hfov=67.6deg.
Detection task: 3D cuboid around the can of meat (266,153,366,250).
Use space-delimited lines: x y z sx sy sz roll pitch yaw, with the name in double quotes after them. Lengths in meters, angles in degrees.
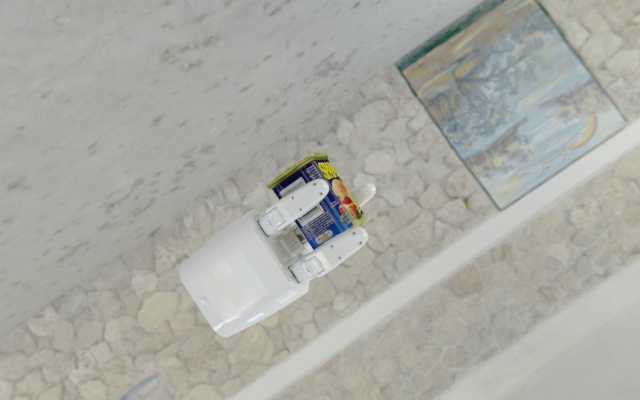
0.000 0.002 0.485 0.057 0.084 0.102 -34 -2 12 "can of meat"
